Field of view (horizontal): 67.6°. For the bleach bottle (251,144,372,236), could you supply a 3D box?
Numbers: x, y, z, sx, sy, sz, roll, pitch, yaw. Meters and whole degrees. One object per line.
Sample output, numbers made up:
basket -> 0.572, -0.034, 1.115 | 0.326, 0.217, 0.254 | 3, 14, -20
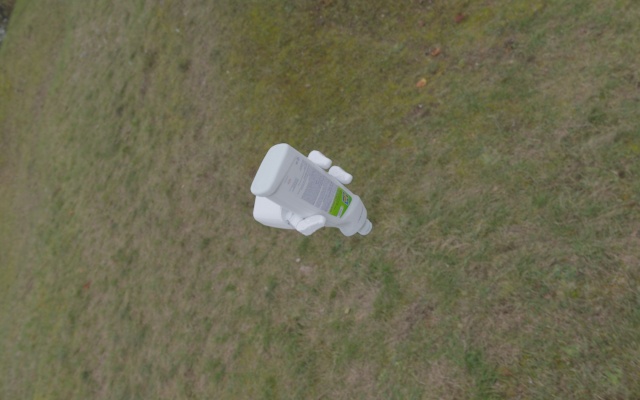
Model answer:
bleach bottle -> 0.000, 0.003, 0.865 | 0.251, 0.102, 0.068 | 34, -20, -33
